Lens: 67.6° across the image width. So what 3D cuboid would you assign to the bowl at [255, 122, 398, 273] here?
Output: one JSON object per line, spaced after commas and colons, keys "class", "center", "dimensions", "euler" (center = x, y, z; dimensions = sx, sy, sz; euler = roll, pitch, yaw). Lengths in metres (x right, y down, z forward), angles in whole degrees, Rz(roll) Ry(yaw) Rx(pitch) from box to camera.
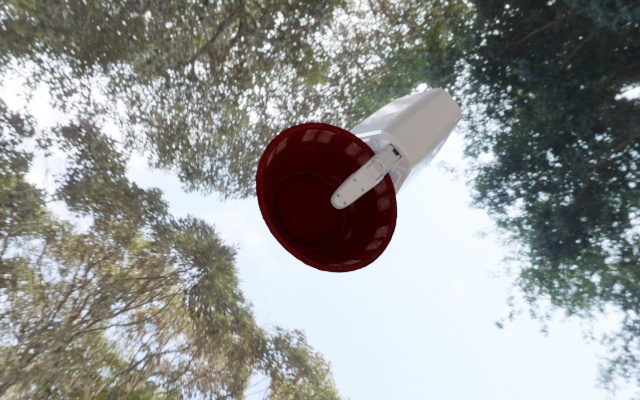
{"class": "bowl", "center": [-0.001, 0.002, 0.504], "dimensions": [0.162, 0.162, 0.055], "euler": [0, -19, -28]}
